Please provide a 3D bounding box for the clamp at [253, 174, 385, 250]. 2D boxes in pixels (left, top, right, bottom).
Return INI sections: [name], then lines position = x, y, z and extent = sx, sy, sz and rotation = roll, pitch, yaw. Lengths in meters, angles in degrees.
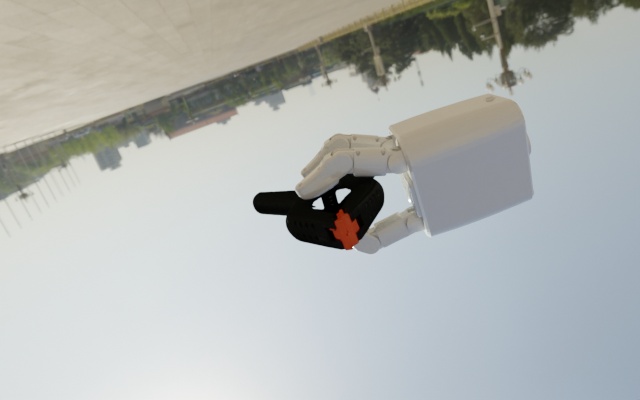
[clamp]
position = 0.001, 0.002, 0.472
extent = 0.164, 0.036, 0.210
rotation = -21, 17, 6
